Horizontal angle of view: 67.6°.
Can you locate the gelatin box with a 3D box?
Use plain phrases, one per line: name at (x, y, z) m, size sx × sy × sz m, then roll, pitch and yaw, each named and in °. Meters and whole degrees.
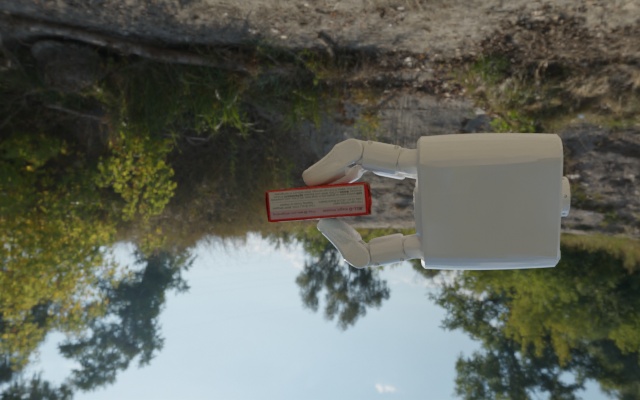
gelatin box at (0.000, 0.002, 0.431) m, size 0.089 × 0.030 × 0.073 m, roll -6°, pitch -1°, yaw 3°
